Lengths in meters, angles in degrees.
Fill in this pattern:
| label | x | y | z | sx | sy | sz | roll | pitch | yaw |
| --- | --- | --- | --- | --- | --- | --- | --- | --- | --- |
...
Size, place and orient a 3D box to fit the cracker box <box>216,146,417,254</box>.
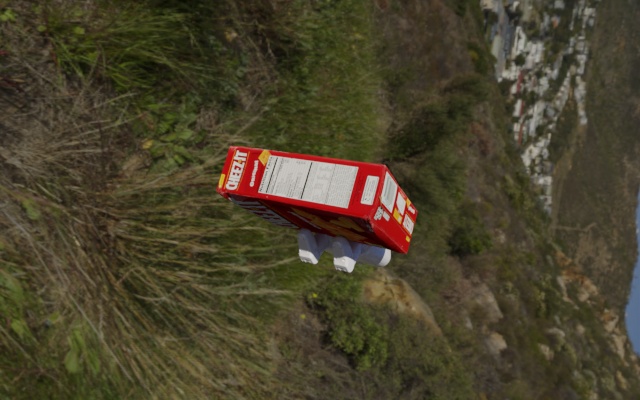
| label | x | y | z | sx | sy | sz | roll | pitch | yaw |
| --- | --- | --- | --- | --- | --- | --- | --- | --- | --- |
| cracker box | 0.000 | 0.002 | 0.620 | 0.213 | 0.072 | 0.164 | 9 | -15 | 27 |
